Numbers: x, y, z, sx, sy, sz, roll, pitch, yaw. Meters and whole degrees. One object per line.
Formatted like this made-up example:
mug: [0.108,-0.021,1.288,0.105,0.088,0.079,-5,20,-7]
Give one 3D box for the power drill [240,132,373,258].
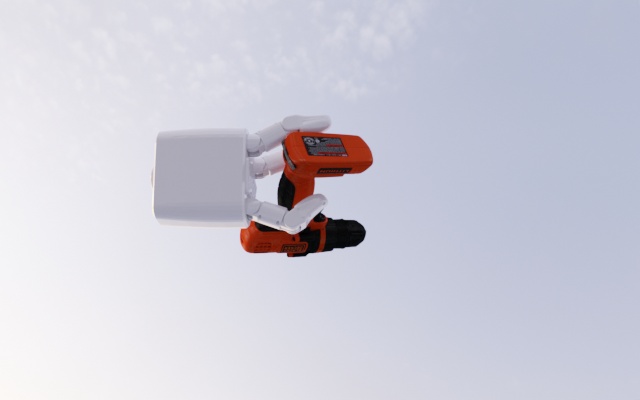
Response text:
power drill: [0.000,0.002,0.618,0.184,0.188,0.057,-2,46,-25]
